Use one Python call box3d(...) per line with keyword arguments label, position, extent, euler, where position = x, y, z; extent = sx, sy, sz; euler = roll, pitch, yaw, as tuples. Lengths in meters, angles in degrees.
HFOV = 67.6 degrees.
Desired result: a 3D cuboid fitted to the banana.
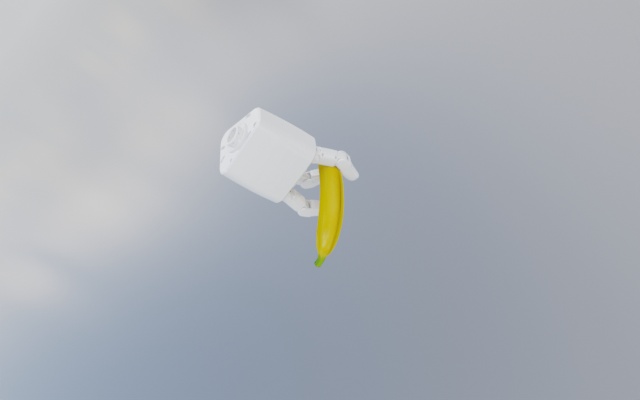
box3d(label="banana", position=(0.010, 0.001, 0.750), extent=(0.037, 0.197, 0.070), euler=(17, -24, -29))
